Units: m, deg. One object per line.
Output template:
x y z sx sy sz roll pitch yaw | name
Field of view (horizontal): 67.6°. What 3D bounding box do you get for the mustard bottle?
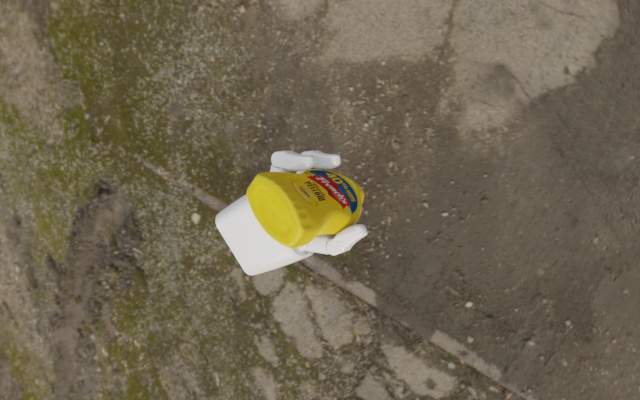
0.000 0.002 0.619 0.096 0.058 0.191 49 31 21 | mustard bottle
